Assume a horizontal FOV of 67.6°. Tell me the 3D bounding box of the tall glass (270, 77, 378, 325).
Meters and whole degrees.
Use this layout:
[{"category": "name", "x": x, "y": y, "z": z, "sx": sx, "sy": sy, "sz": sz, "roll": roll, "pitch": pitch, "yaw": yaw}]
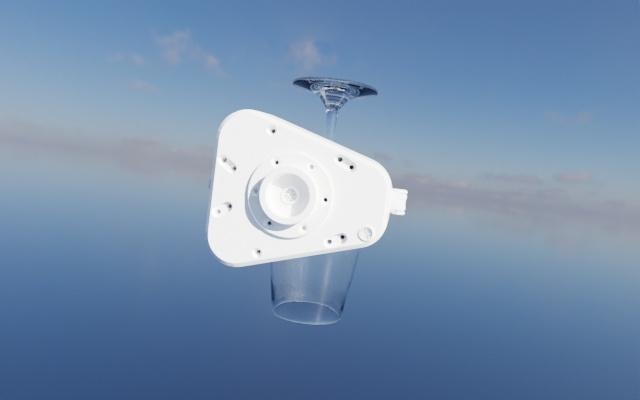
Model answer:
[{"category": "tall glass", "x": 0.000, "y": 0.001, "z": 0.415, "sx": 0.079, "sy": 0.201, "sz": 0.079, "roll": 7, "pitch": 3, "yaw": 0}]
